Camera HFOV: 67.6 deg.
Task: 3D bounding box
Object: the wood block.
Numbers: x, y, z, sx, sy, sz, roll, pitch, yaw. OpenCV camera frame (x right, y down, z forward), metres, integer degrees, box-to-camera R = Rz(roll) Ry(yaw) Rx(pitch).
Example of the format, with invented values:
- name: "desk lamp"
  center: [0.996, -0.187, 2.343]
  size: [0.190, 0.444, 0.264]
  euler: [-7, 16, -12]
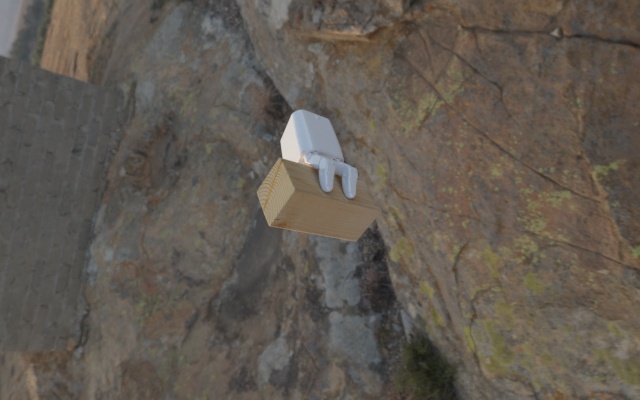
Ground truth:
- name: "wood block"
  center: [0.000, 0.003, 0.888]
  size: [0.206, 0.091, 0.090]
  euler: [13, 37, -37]
